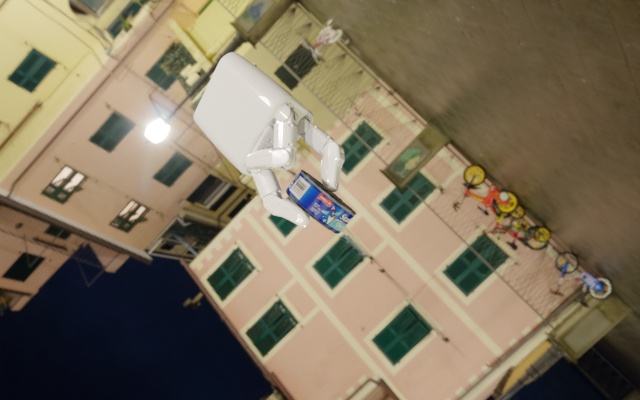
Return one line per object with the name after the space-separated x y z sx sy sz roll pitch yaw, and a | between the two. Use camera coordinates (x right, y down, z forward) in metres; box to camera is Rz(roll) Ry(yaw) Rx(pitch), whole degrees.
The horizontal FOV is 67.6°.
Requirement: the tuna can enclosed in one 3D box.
0.000 0.002 0.578 0.086 0.034 0.086 39 5 -4 | tuna can
